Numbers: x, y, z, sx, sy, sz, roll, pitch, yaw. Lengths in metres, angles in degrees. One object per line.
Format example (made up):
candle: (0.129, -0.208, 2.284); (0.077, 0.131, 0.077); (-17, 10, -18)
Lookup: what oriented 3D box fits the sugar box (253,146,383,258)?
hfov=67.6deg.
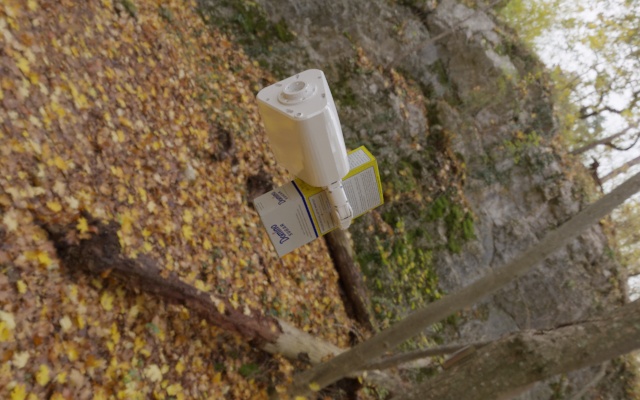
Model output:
sugar box: (0.000, 0.002, 0.676); (0.176, 0.093, 0.048); (-24, 44, -7)
